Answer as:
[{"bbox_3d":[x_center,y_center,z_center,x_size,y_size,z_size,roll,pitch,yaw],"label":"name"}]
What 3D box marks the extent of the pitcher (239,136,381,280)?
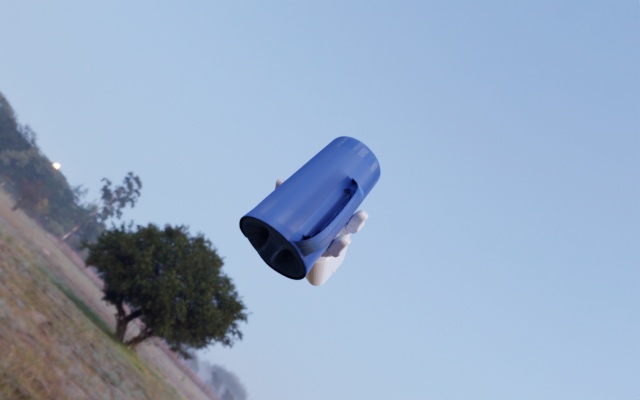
[{"bbox_3d":[0.000,0.003,0.776,0.149,0.242,0.145,32,-31,19],"label":"pitcher"}]
